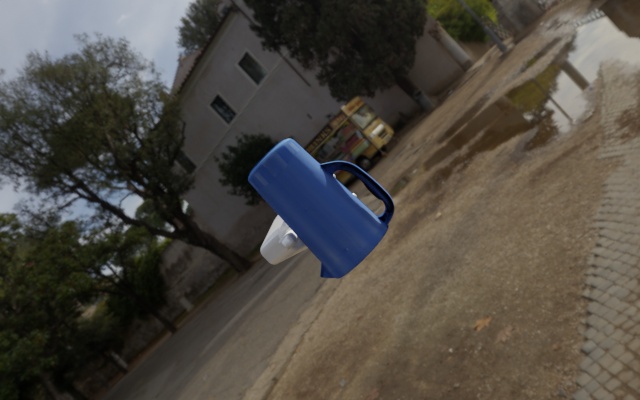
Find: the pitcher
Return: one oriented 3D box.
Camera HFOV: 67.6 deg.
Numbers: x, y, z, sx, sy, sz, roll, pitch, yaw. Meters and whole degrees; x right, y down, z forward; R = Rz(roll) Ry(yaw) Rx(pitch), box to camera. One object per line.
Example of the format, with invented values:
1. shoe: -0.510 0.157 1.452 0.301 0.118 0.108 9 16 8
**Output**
1. pitcher: 0.000 0.003 0.838 0.149 0.243 0.145 -46 3 -35
